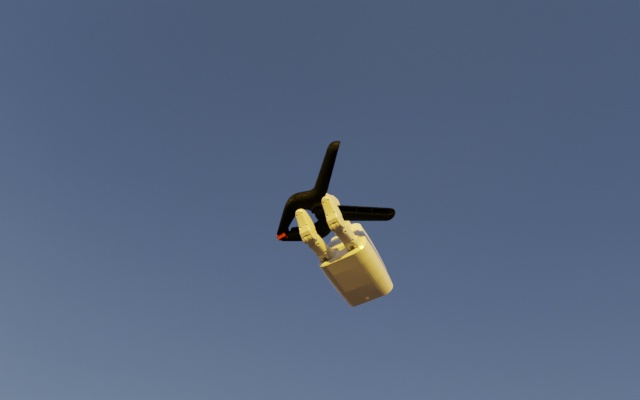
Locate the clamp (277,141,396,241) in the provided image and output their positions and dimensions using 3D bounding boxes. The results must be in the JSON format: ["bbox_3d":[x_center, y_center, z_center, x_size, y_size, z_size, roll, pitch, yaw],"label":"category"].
[{"bbox_3d":[0.000,0.003,0.824,0.210,0.164,0.036,-26,17,23],"label":"clamp"}]
